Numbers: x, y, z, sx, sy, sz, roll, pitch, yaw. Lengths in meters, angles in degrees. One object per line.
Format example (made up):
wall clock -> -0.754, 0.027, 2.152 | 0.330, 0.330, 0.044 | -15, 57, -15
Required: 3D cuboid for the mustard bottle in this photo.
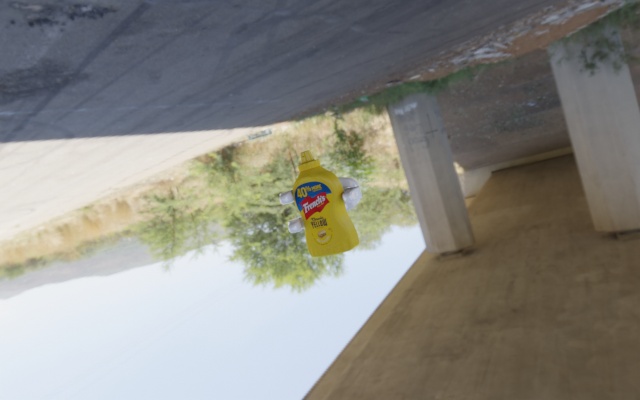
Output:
mustard bottle -> 0.000, 0.003, 0.865 | 0.096, 0.191, 0.058 | -14, 5, 34
